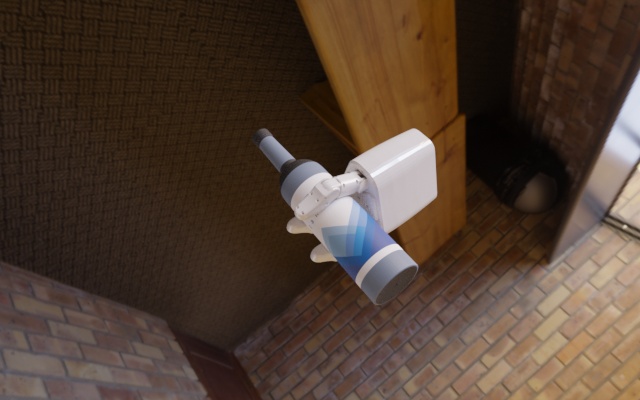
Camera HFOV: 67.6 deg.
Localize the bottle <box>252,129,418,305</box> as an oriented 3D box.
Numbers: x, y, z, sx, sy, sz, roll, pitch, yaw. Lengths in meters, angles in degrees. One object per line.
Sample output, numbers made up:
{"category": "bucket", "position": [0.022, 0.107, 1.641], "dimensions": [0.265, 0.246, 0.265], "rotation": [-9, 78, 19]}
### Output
{"category": "bottle", "position": [0.000, 0.002, 0.615], "dimensions": [0.069, 0.069, 0.295], "rotation": [0, 40, -50]}
